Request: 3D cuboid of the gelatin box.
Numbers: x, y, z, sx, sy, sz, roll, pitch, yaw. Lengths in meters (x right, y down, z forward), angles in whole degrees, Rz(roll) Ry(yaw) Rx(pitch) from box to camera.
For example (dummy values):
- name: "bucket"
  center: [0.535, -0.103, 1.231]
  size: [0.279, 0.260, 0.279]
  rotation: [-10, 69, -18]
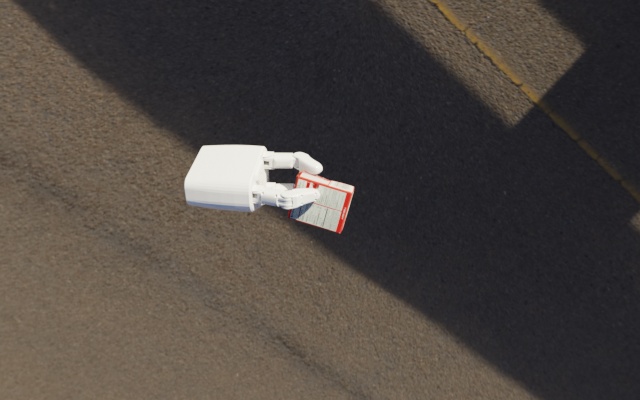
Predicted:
- name: "gelatin box"
  center: [0.000, 0.003, 0.740]
  size: [0.089, 0.073, 0.030]
  rotation: [17, 25, 5]
